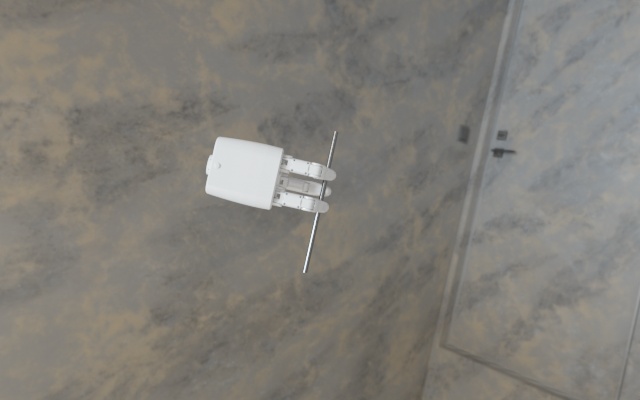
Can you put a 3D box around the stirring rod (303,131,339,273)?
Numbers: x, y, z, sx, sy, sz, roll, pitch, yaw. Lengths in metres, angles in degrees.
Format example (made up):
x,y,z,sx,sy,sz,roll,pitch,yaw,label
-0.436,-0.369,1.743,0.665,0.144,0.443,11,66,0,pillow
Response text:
x,y,z,sx,sy,sz,roll,pitch,yaw,label
0.000,0.002,0.798,0.011,0.239,0.011,13,0,0,stirring rod
